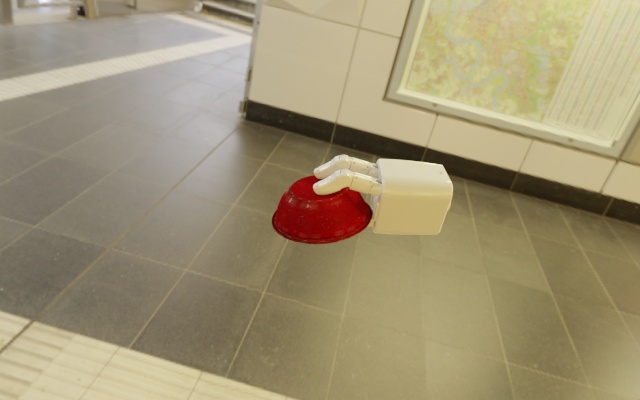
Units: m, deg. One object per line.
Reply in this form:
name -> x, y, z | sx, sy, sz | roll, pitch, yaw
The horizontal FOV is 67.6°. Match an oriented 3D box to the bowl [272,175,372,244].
bowl -> -0.001, 0.002, 0.750 | 0.162, 0.055, 0.162 | -4, 28, 2
